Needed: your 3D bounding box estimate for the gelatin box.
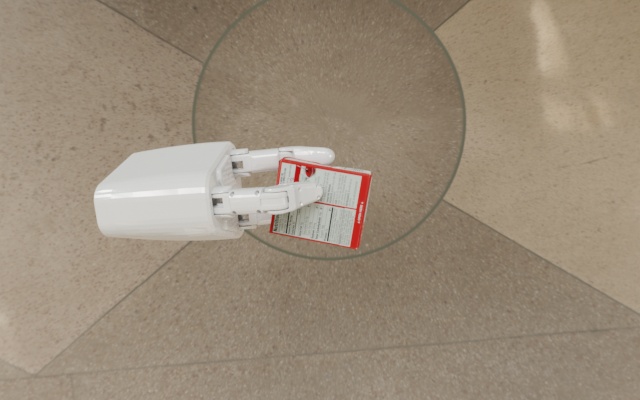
[{"bbox_3d":[0.000,0.002,0.457,0.089,0.073,0.030,10,11,8],"label":"gelatin box"}]
